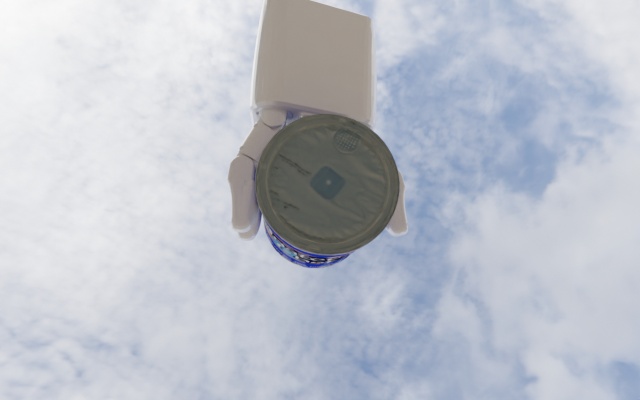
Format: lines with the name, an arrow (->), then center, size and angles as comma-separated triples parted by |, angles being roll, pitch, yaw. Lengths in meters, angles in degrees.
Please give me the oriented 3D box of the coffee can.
coffee can -> 0.000, 0.001, 0.402 | 0.103, 0.102, 0.140 | 0, -12, -5
